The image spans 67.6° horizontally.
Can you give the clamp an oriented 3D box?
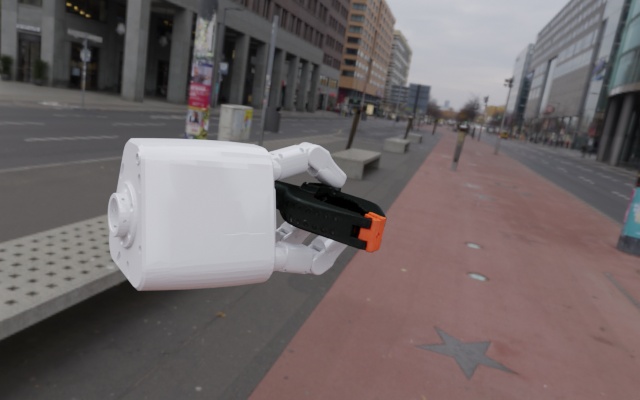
[{"bbox_3d":[0.000,0.001,0.461,0.164,0.036,0.210,1,14,-38],"label":"clamp"}]
